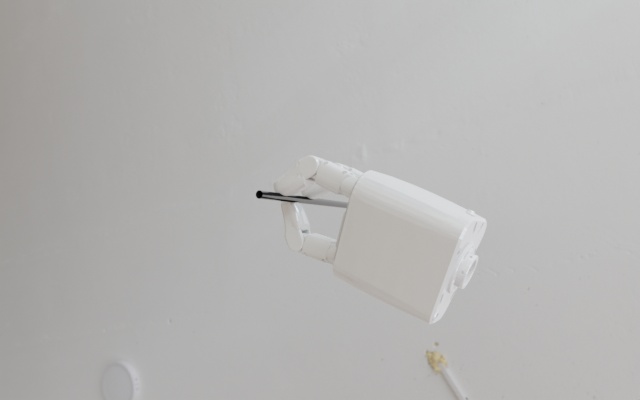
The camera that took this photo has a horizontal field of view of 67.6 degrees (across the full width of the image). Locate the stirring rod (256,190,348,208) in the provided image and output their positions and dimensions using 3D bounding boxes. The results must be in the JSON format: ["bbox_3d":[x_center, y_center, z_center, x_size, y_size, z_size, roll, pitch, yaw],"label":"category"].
[{"bbox_3d":[0.000,0.002,0.553,0.011,0.011,0.239,0,-4,29],"label":"stirring rod"}]
